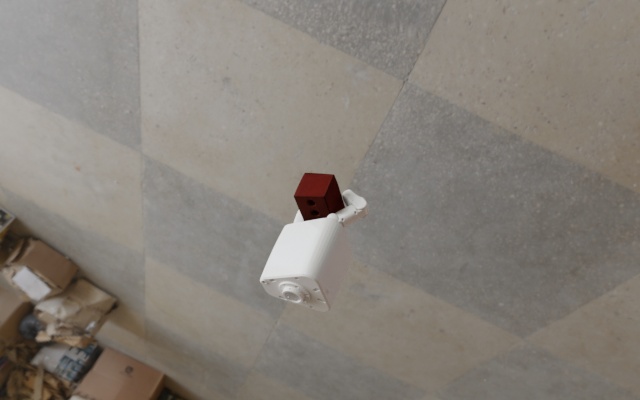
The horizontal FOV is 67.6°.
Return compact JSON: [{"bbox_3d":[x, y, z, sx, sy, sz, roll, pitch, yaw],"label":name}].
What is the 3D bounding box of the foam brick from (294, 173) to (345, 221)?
[{"bbox_3d":[0.000,0.002,0.747,0.053,0.078,0.051,3,46,26],"label":"foam brick"}]
